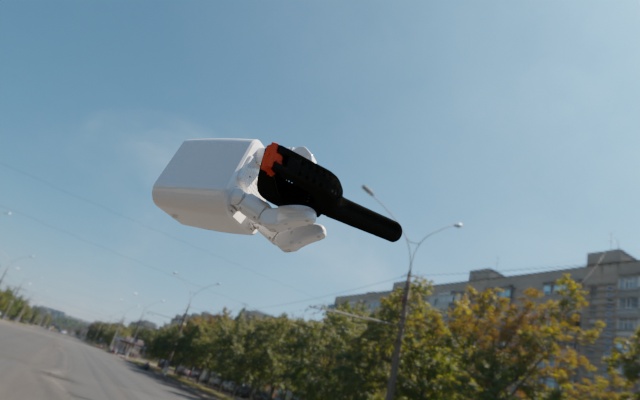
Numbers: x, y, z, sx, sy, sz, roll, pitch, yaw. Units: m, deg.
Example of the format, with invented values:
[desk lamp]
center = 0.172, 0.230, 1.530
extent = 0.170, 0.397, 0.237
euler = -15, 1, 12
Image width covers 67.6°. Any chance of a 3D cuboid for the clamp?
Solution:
[clamp]
center = 0.000, 0.001, 0.540
extent = 0.164, 0.036, 0.210
euler = 2, -25, 19
